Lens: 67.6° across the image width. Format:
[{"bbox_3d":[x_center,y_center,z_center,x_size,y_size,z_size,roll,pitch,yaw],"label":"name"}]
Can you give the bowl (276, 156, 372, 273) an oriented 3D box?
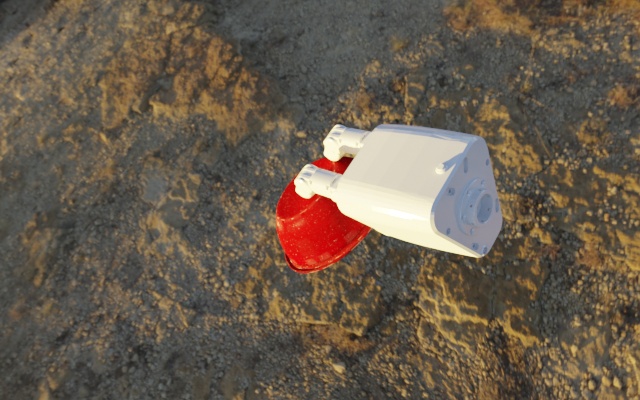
[{"bbox_3d":[-0.001,0.002,0.555,0.055,0.162,0.162,42,-22,-26],"label":"bowl"}]
